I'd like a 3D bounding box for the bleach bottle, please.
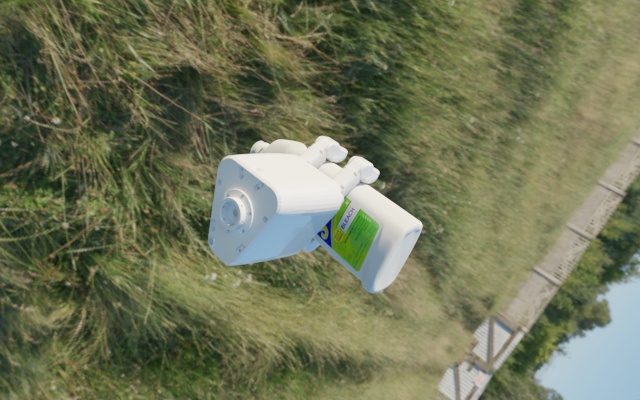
[{"bbox_3d":[0.000,0.002,0.607,0.250,0.102,0.068,35,23,27],"label":"bleach bottle"}]
